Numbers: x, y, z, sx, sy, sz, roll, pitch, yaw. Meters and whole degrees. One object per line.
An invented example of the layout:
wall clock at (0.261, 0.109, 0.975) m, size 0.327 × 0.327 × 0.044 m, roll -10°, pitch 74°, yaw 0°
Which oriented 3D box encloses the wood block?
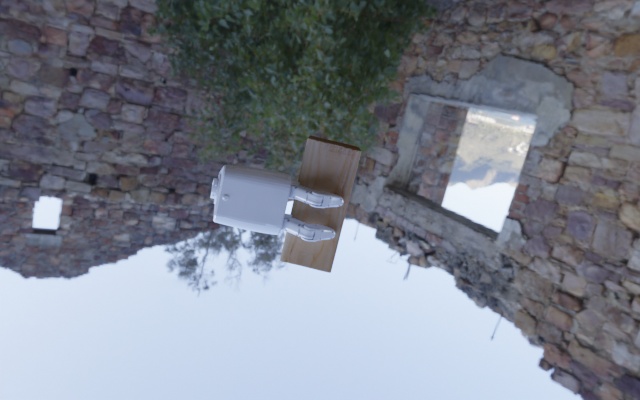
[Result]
wood block at (0.000, 0.003, 0.807) m, size 0.090 × 0.206 × 0.091 m, roll 13°, pitch 11°, yaw -2°
